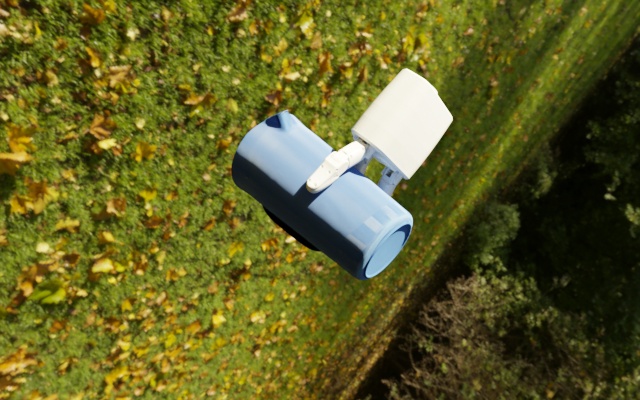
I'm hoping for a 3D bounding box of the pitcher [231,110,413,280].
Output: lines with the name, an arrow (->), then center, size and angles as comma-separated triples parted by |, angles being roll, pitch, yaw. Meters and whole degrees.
pitcher -> 0.000, 0.002, 0.661 | 0.242, 0.145, 0.149 | 40, 2, 25
